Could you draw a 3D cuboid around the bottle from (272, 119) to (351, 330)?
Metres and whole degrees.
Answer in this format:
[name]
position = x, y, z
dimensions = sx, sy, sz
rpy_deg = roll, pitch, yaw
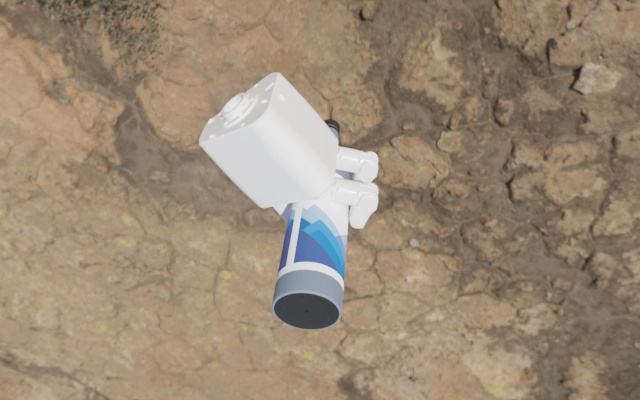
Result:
[bottle]
position = 0.000, 0.002, 0.552
dimensions = 0.069, 0.069, 0.295
rpy_deg = 4, 45, 4
